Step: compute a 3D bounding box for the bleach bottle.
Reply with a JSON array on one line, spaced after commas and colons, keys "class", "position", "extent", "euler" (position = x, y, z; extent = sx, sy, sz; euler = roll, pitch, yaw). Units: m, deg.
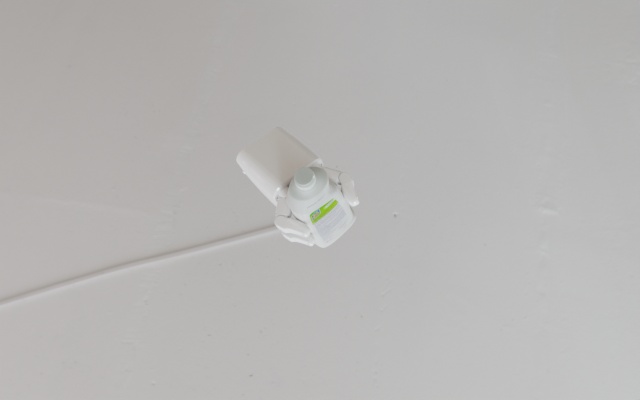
[{"class": "bleach bottle", "position": [0.000, 0.003, 0.804], "extent": [0.068, 0.102, 0.251], "euler": [42, -9, 20]}]
